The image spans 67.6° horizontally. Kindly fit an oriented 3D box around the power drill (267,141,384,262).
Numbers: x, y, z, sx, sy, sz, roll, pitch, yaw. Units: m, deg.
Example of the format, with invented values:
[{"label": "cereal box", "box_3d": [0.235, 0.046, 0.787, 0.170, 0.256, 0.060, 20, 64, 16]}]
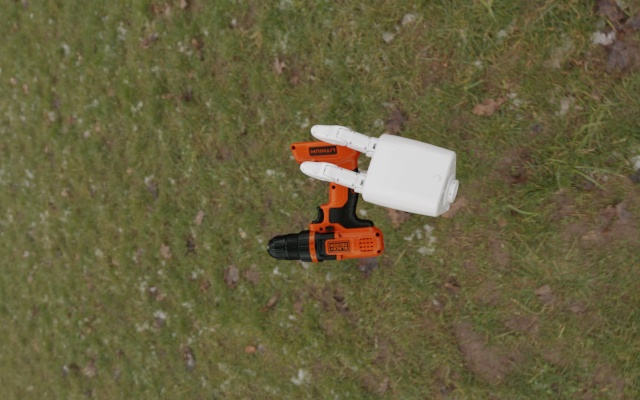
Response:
[{"label": "power drill", "box_3d": [0.000, 0.002, 0.737, 0.184, 0.187, 0.057, -4, 7, 9]}]
